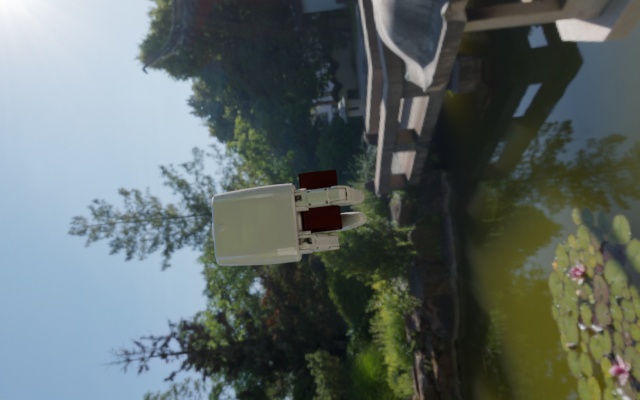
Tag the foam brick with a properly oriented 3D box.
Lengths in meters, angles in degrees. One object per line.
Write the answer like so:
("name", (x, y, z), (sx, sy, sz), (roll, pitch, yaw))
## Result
("foam brick", (0.000, 0.002, 0.641), (0.051, 0.078, 0.053), (-6, -8, 2))
